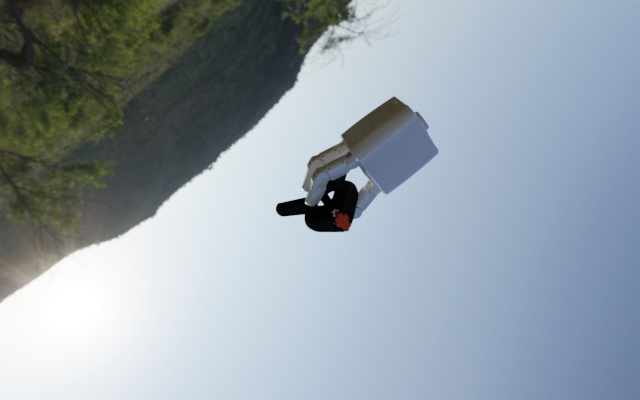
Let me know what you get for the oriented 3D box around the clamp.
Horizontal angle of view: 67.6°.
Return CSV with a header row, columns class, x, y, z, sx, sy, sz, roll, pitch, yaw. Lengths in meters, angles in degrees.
class,x,y,z,sx,sy,sz,roll,pitch,yaw
clamp,0.001,0.003,0.749,0.164,0.036,0.210,-39,24,9
